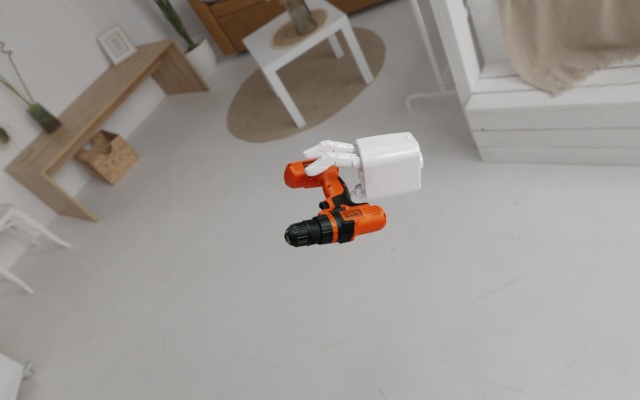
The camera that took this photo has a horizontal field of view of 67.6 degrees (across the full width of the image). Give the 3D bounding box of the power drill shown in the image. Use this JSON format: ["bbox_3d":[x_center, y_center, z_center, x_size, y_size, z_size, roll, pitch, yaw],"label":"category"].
[{"bbox_3d":[0.000,0.002,0.852,0.184,0.057,0.187,-9,45,-23],"label":"power drill"}]
